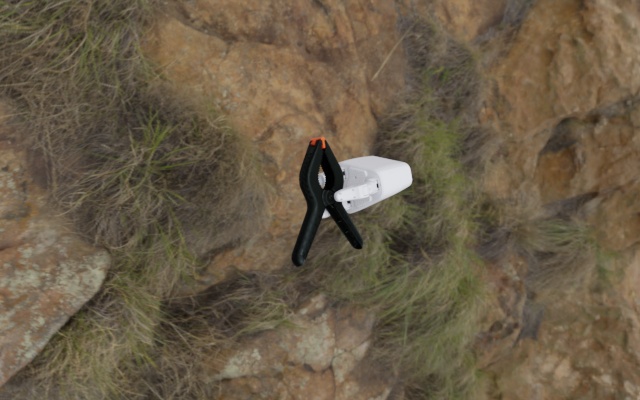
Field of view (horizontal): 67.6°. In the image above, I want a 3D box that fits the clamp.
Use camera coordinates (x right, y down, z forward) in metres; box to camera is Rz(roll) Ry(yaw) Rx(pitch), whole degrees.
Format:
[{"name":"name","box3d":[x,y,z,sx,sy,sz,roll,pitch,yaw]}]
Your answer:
[{"name":"clamp","box3d":[0.001,0.002,0.794,0.036,0.210,0.164,-4,10,43]}]
